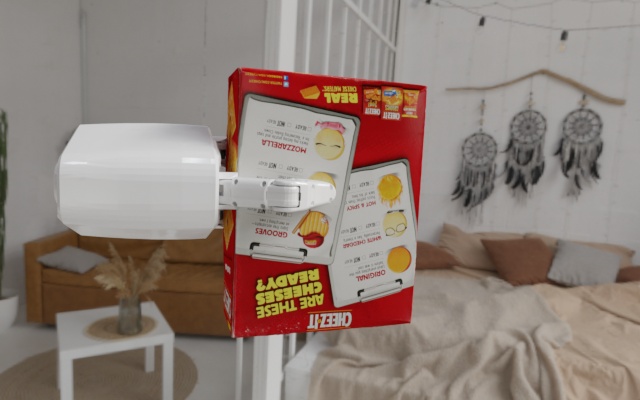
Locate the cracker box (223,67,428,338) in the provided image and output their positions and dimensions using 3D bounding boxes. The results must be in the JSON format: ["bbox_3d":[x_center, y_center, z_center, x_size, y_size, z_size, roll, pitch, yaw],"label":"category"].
[{"bbox_3d":[0.000,0.001,0.422,0.164,0.214,0.072,0,7,-18],"label":"cracker box"}]
